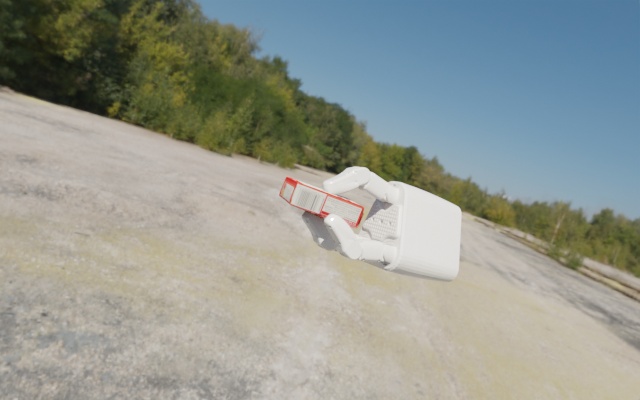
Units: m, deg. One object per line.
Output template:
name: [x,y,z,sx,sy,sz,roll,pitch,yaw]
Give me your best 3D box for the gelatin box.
gelatin box: [0.000,0.001,0.577,0.089,0.030,0.073,20,3,-17]
